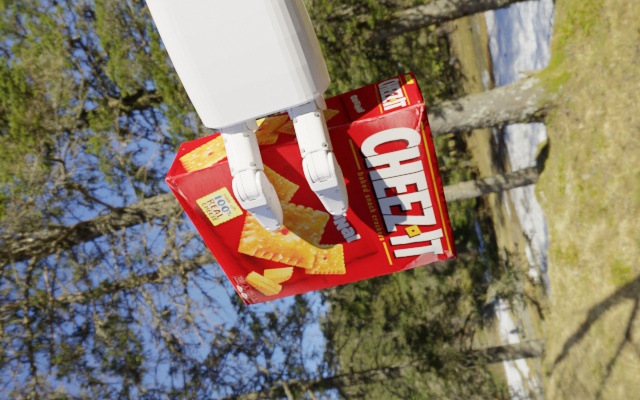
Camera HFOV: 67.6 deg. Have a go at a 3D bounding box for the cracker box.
[{"bbox_3d":[0.000,0.001,0.429,0.214,0.164,0.072,-15,35,11],"label":"cracker box"}]
